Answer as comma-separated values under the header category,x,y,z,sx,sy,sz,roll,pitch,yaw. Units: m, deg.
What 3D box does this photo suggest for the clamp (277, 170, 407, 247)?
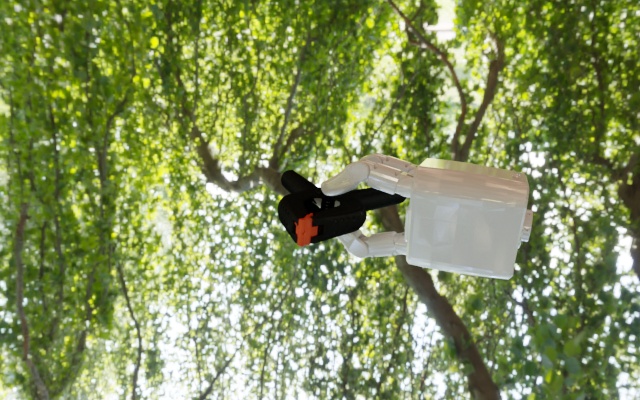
category,x,y,z,sx,sy,sz,roll,pitch,yaw
clamp,0.000,0.003,0.541,0.164,0.036,0.210,9,17,19
